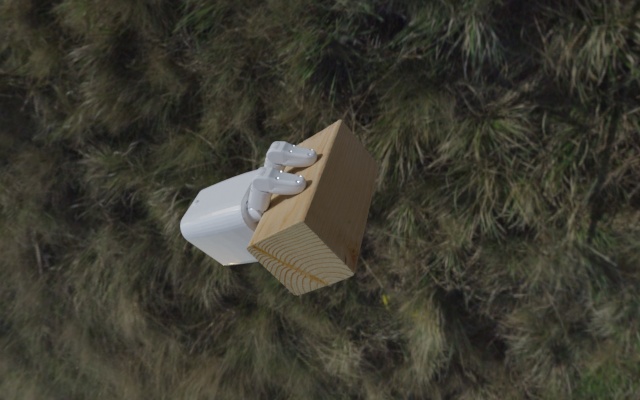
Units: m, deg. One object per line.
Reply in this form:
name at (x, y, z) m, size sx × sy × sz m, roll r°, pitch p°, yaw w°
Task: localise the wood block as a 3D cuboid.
wood block at (0.000, 0.002, 0.594) m, size 0.090 × 0.091 × 0.206 m, roll -26°, pitch 28°, yaw 33°
